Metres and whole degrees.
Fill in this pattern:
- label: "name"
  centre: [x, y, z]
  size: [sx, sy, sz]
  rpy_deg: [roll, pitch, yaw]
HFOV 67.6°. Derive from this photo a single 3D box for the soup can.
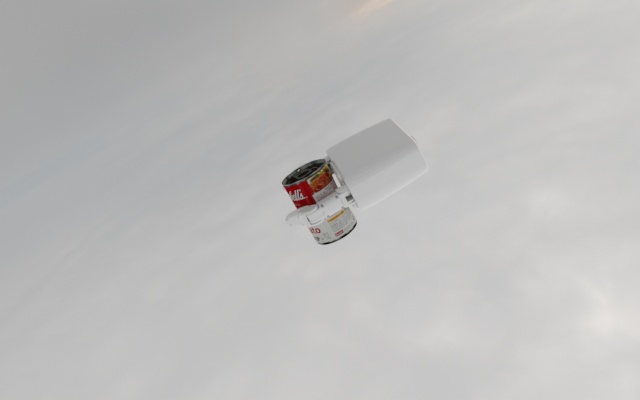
- label: "soup can"
  centre: [0.000, 0.003, 0.667]
  size: [0.068, 0.102, 0.068]
  rpy_deg: [-26, 19, 10]
